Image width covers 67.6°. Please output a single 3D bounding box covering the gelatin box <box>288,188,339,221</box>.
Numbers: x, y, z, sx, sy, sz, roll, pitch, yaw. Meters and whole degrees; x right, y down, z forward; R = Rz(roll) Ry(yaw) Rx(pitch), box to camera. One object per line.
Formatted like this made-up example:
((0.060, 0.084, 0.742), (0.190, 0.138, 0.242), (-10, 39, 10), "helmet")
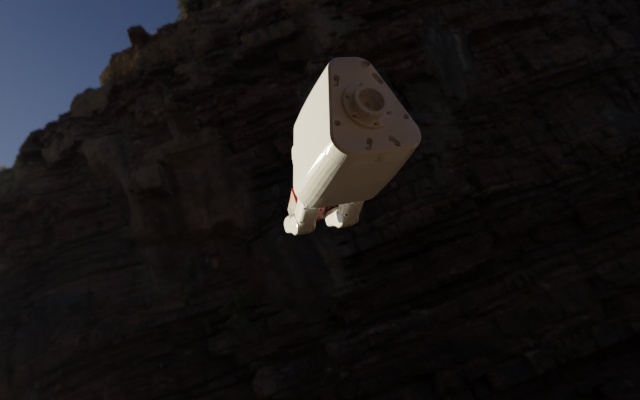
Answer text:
((0.000, 0.002, 0.592), (0.073, 0.030, 0.089), (-15, -15, -11), "gelatin box")
